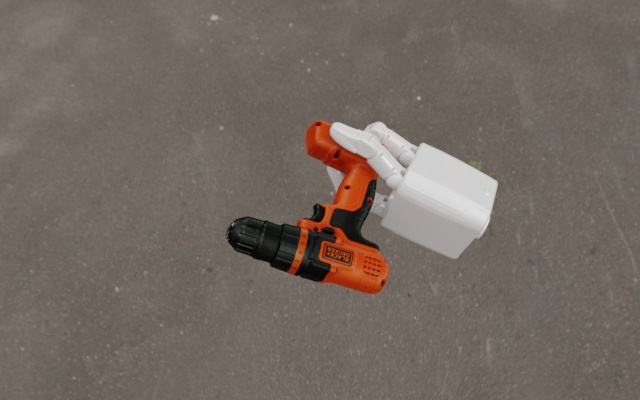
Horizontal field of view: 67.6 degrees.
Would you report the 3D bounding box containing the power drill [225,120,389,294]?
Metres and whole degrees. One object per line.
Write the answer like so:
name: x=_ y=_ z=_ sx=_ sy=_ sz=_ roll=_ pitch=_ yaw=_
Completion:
power drill: x=0.000 y=0.001 z=0.557 sx=0.184 sy=0.187 sz=0.057 roll=19 pitch=-27 yaw=-12
